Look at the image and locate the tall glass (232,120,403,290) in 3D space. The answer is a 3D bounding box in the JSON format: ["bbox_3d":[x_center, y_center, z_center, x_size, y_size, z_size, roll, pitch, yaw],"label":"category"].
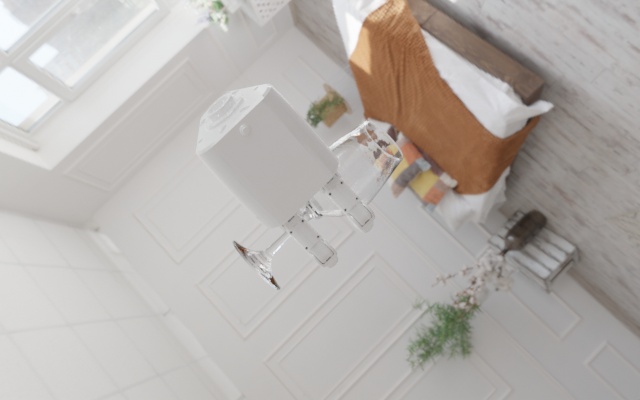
[{"bbox_3d":[0.000,0.002,0.530,0.201,0.079,0.079,-44,3,-3],"label":"tall glass"}]
